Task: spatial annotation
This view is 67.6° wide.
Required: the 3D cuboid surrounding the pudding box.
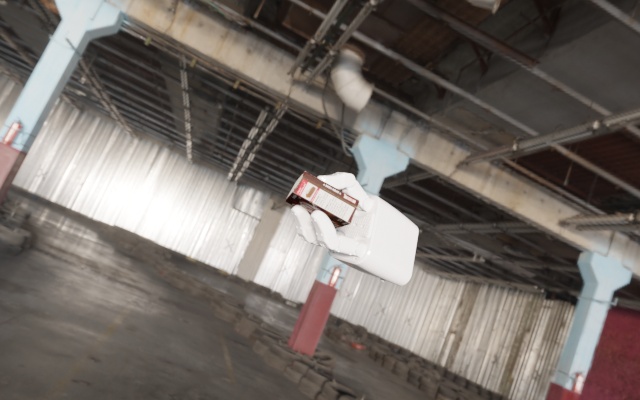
[{"bbox_3d":[0.000,0.002,0.686,0.090,0.039,0.113,28,-12,-5],"label":"pudding box"}]
